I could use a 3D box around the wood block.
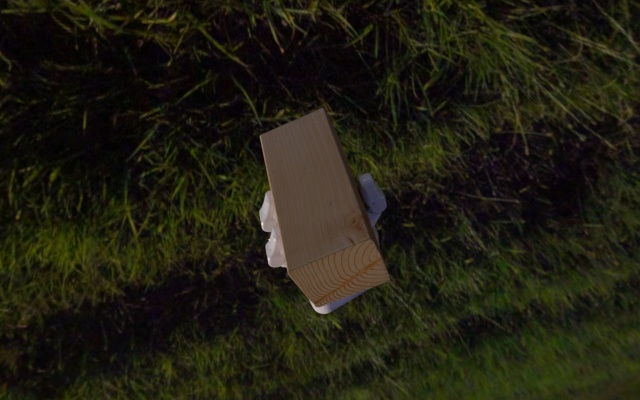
[{"bbox_3d":[0.001,0.002,0.551,0.091,0.206,0.090,-22,-41,6],"label":"wood block"}]
